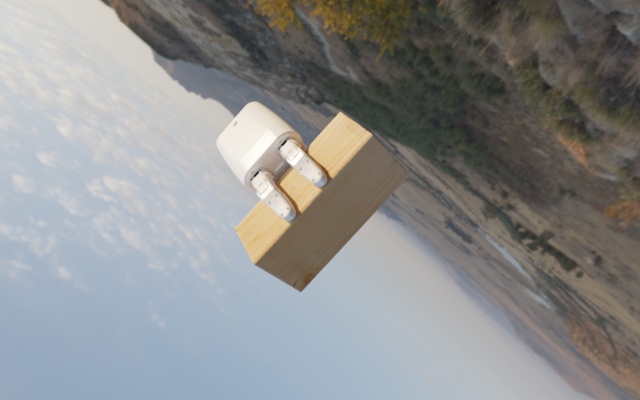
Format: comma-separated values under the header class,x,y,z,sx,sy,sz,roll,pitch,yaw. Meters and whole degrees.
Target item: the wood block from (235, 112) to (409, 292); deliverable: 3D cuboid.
class,x,y,z,sx,sy,sz,roll,pitch,yaw
wood block,0.000,0.002,0.616,0.091,0.206,0.090,39,6,-38
